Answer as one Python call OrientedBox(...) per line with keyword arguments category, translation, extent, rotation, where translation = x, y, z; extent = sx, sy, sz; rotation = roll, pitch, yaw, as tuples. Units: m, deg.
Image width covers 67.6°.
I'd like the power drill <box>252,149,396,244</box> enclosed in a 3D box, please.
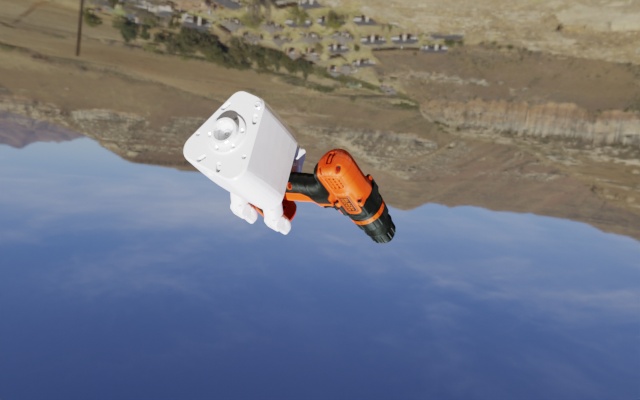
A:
OrientedBox(category="power drill", translation=(0.000, 0.002, 0.684), extent=(0.187, 0.057, 0.184), rotation=(-3, -39, 33))
